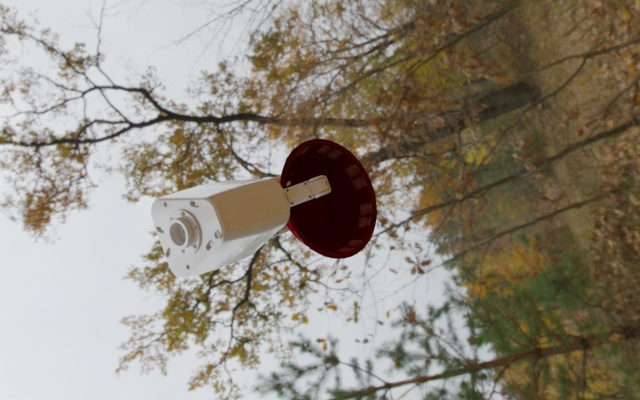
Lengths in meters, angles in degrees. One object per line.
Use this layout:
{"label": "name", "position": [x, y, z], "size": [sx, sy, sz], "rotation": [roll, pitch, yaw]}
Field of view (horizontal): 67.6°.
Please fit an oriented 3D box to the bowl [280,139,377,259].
{"label": "bowl", "position": [0.001, 0.002, 0.641], "size": [0.162, 0.162, 0.055], "rotation": [0, -14, -39]}
